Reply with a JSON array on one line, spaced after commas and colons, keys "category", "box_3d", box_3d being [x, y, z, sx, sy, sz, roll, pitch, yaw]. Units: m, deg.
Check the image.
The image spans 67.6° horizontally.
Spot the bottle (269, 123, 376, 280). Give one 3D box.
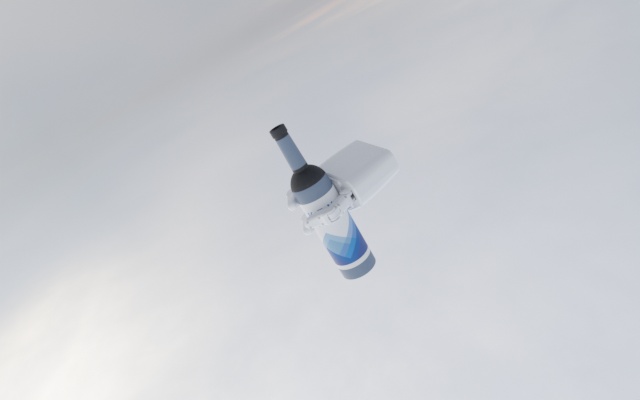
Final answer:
[{"category": "bottle", "box_3d": [0.000, 0.003, 0.811, 0.069, 0.296, 0.069, -26, 21, 11]}]
